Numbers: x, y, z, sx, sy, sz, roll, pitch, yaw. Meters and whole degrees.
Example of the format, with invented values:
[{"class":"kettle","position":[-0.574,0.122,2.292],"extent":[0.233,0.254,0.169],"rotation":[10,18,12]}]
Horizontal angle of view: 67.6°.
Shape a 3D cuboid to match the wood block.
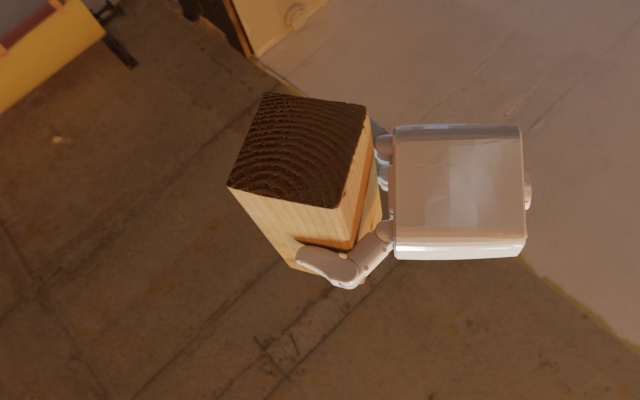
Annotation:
[{"class":"wood block","position":[0.000,0.002,0.448],"extent":[0.090,0.090,0.206],"rotation":[12,-22,16]}]
